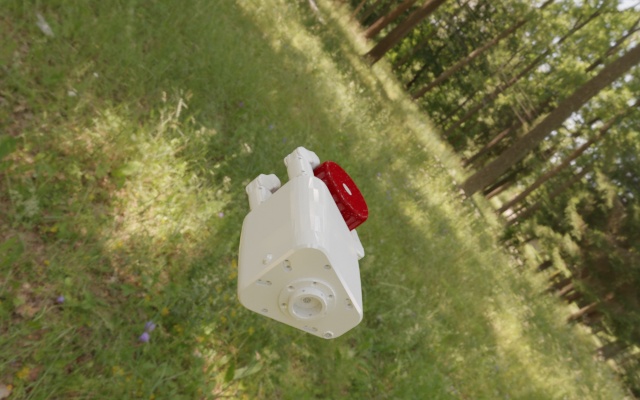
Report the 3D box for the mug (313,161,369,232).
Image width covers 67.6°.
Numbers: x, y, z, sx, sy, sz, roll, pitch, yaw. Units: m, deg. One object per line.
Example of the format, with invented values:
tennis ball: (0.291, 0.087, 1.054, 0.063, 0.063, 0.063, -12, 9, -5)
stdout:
mug: (0.000, 0.001, 0.558, 0.081, 0.093, 0.117, -35, 30, 18)
